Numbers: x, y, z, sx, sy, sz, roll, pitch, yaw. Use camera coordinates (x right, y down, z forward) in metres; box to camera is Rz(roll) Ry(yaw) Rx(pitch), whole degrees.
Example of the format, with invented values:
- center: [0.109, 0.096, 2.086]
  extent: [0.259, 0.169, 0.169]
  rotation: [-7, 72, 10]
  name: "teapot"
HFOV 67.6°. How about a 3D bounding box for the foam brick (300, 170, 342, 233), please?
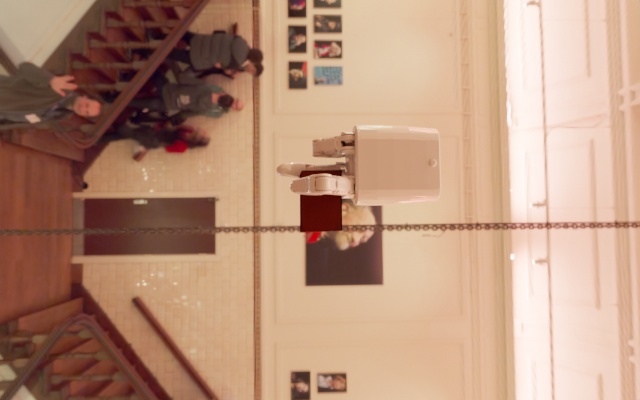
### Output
- center: [0.000, 0.002, 0.610]
  extent: [0.051, 0.078, 0.053]
  rotation: [0, -3, -5]
  name: "foam brick"
